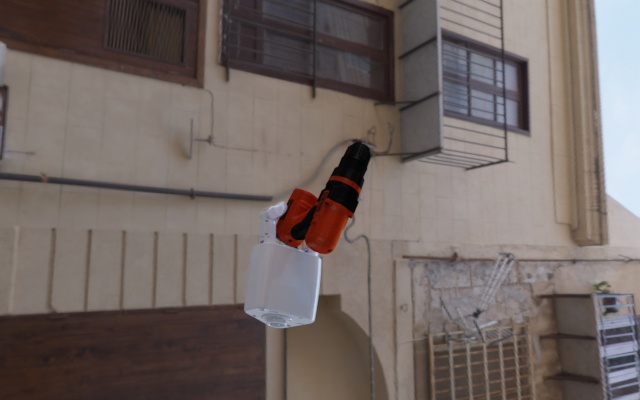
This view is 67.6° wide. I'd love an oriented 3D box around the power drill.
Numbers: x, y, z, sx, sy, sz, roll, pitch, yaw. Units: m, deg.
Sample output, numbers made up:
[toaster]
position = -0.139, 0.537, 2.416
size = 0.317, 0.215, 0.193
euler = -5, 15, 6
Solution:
[power drill]
position = 0.000, 0.003, 0.768
size = 0.057, 0.184, 0.188
euler = 32, -21, -16
